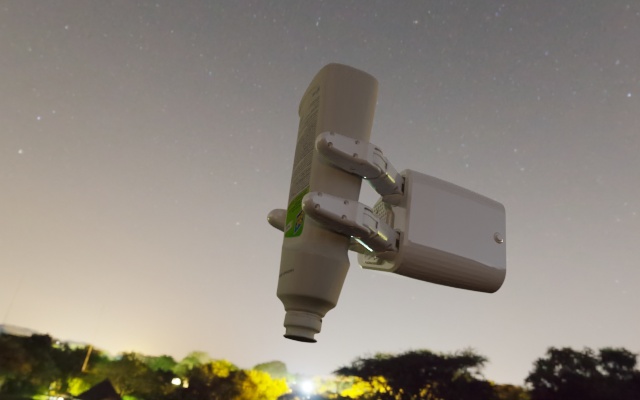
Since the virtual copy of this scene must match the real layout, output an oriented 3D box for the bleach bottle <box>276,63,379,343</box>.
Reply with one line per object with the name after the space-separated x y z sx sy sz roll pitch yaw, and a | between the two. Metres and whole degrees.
0.000 0.001 0.439 0.068 0.250 0.103 16 -25 -14 | bleach bottle
